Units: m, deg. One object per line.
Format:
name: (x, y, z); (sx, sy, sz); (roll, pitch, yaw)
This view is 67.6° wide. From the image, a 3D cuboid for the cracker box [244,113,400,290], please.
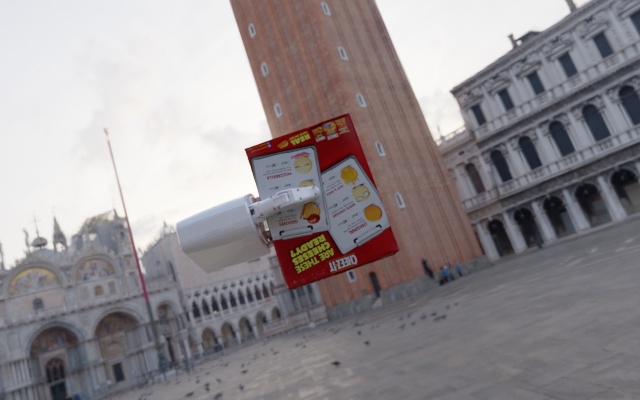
cracker box: (0.000, 0.002, 0.696); (0.164, 0.213, 0.072); (-19, -12, 1)
